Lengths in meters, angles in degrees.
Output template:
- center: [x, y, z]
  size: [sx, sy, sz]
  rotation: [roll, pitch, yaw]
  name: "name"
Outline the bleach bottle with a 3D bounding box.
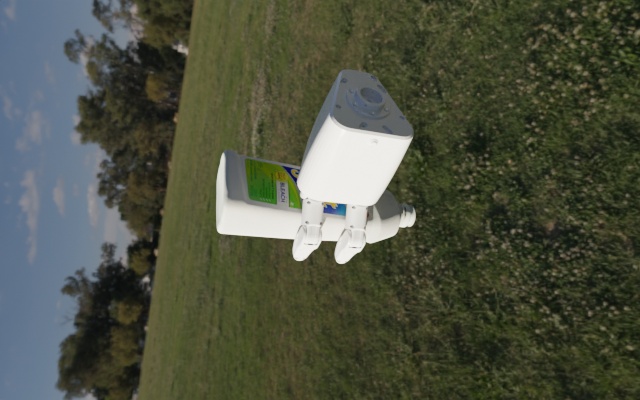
- center: [0.000, 0.002, 0.600]
  size: [0.251, 0.102, 0.068]
  rotation: [6, -41, -19]
  name: "bleach bottle"
